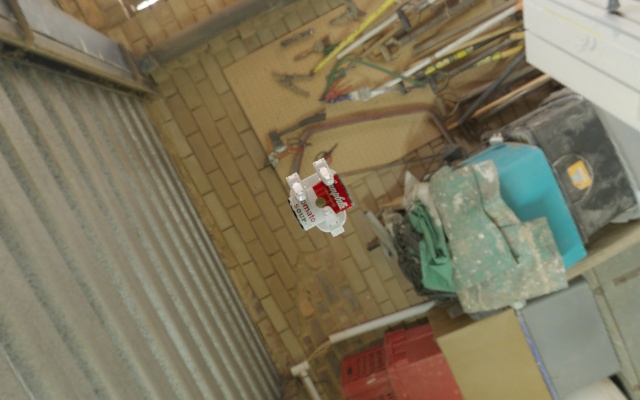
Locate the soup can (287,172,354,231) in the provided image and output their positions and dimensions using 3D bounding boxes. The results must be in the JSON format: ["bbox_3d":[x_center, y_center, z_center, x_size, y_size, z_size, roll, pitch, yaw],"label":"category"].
[{"bbox_3d":[0.000,0.003,0.856,0.102,0.068,0.068,-28,0,0],"label":"soup can"}]
